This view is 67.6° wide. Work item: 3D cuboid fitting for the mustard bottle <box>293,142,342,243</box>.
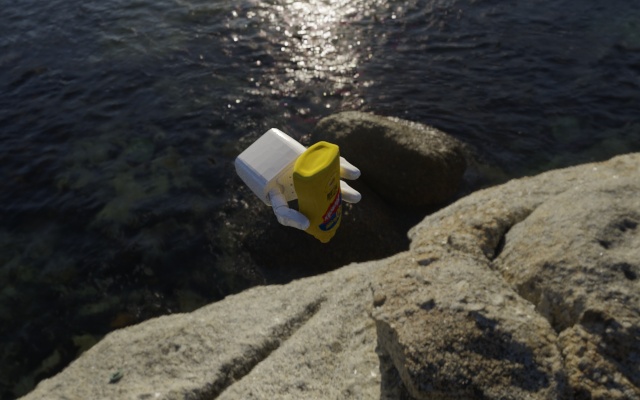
[{"bbox_3d":[0.000,0.003,0.803,0.058,0.192,0.096,18,49,23],"label":"mustard bottle"}]
